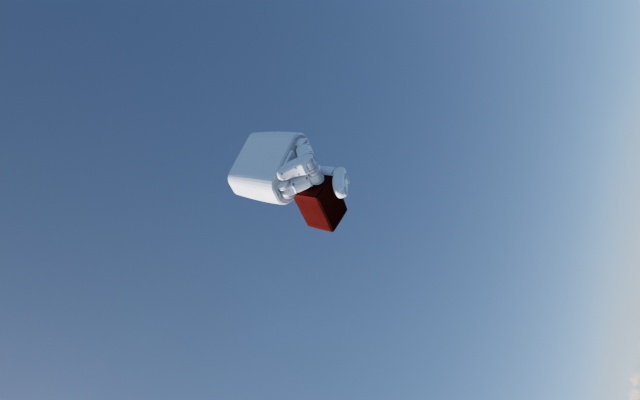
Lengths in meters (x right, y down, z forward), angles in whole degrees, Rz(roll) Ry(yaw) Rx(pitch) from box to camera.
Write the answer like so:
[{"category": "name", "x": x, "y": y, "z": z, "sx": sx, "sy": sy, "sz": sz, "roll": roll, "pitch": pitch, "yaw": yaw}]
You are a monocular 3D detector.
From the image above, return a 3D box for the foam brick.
[{"category": "foam brick", "x": 0.000, "y": 0.003, "z": 0.763, "sx": 0.051, "sy": 0.078, "sz": 0.053, "roll": 9, "pitch": 48, "yaw": 36}]
